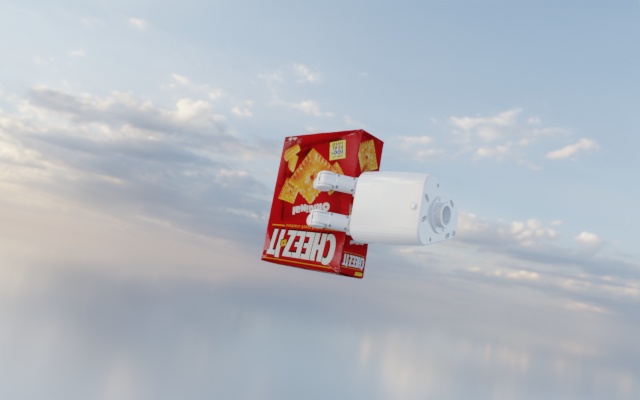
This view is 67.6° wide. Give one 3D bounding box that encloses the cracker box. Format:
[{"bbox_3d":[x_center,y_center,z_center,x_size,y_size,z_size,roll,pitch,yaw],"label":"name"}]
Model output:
[{"bbox_3d":[0.000,0.002,0.747,0.164,0.213,0.072,2,-12,41],"label":"cracker box"}]
